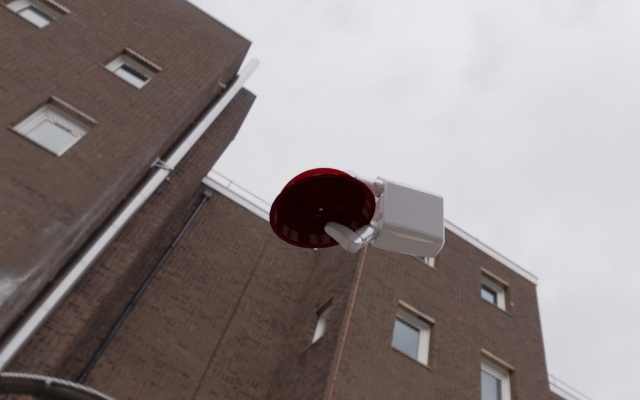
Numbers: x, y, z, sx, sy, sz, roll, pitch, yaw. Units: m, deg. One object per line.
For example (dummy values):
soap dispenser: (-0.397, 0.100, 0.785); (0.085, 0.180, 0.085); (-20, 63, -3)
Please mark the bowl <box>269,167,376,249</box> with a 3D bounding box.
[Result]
bowl: (-0.001, 0.002, 0.729); (0.162, 0.055, 0.162); (-6, -44, -6)
